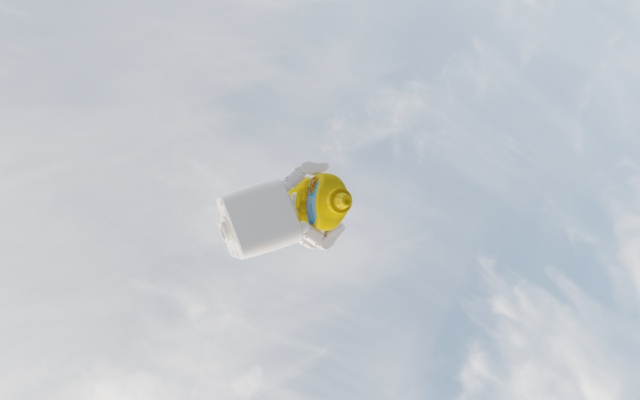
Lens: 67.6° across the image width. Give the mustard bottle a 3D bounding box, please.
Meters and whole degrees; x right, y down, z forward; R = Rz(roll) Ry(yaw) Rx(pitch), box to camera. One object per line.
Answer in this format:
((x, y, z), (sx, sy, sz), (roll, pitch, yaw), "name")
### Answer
((0.000, 0.003, 0.808), (0.058, 0.096, 0.191), (8, -5, -24), "mustard bottle")
